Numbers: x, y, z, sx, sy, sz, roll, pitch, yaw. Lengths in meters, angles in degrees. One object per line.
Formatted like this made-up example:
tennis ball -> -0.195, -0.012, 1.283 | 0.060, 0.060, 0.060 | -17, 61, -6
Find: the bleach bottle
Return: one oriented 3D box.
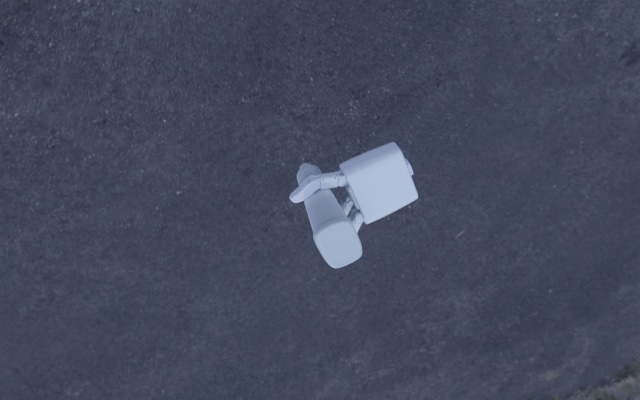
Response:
bleach bottle -> 0.000, 0.003, 0.863 | 0.068, 0.103, 0.250 | -25, 40, 1
